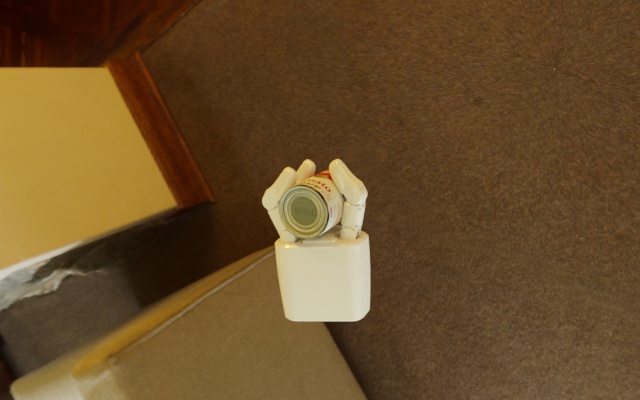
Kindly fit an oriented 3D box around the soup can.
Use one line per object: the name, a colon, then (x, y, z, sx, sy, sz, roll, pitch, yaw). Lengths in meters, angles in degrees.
soup can: (0.000, 0.002, 0.600, 0.068, 0.068, 0.102, 0, 14, 26)
